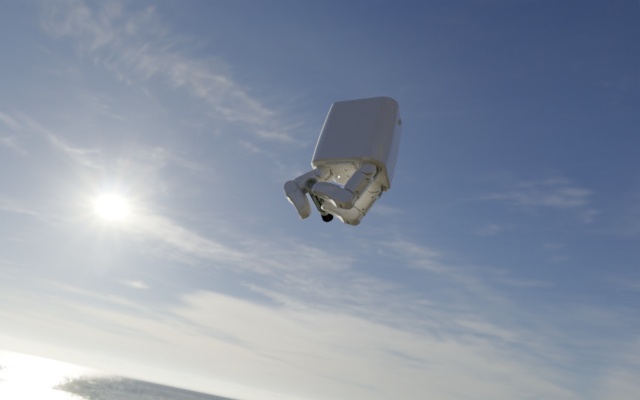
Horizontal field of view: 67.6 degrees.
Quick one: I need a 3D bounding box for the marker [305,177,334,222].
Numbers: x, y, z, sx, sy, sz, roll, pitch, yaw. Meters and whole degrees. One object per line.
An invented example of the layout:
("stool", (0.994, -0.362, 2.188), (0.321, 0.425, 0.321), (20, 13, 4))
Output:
("marker", (0.000, 0.002, 0.696), (0.020, 0.020, 0.121), (0, -25, 13))
